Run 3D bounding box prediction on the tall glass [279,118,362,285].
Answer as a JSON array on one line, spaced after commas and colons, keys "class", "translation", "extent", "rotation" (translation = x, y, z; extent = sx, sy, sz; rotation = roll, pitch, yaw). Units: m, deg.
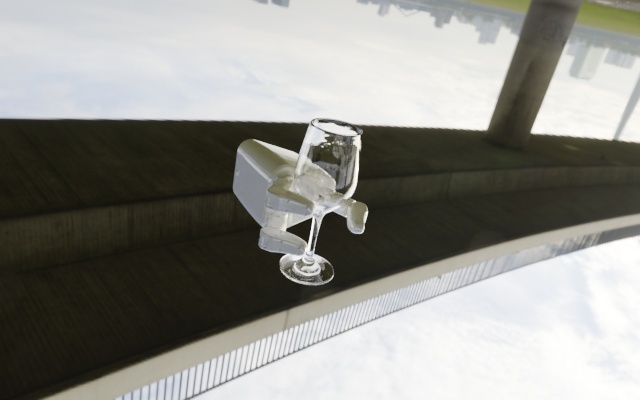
[{"class": "tall glass", "translation": [0.000, 0.003, 0.596], "extent": [0.079, 0.201, 0.079], "rotation": [10, 25, -5]}]
